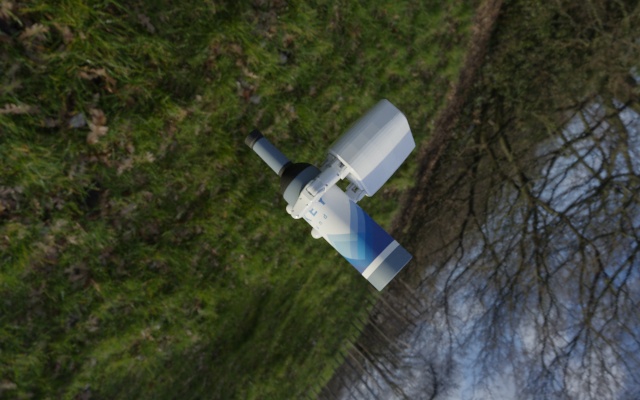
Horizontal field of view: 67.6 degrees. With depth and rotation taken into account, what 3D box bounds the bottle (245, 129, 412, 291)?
[{"bbox_3d":[0.000,0.002,0.689,0.295,0.069,0.069,44,11,12],"label":"bottle"}]
